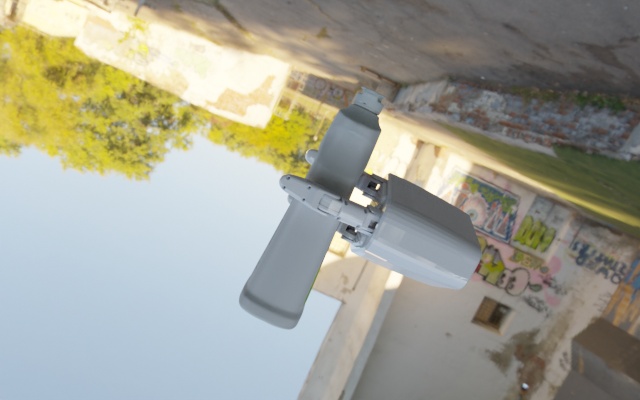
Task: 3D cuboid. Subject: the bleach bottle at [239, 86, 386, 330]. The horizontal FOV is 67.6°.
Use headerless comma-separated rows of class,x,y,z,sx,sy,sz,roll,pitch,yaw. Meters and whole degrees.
bleach bottle,0.000,0.002,0.499,0.068,0.251,0.102,26,8,-2
